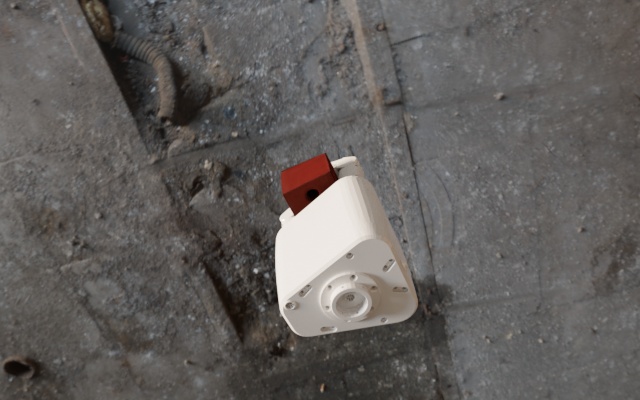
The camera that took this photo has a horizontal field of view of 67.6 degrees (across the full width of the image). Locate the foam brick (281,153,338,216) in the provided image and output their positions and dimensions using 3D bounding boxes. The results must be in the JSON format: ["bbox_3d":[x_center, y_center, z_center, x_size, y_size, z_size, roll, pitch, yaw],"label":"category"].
[{"bbox_3d":[0.000,0.001,0.486,0.053,0.078,0.051,-25,26,8],"label":"foam brick"}]
